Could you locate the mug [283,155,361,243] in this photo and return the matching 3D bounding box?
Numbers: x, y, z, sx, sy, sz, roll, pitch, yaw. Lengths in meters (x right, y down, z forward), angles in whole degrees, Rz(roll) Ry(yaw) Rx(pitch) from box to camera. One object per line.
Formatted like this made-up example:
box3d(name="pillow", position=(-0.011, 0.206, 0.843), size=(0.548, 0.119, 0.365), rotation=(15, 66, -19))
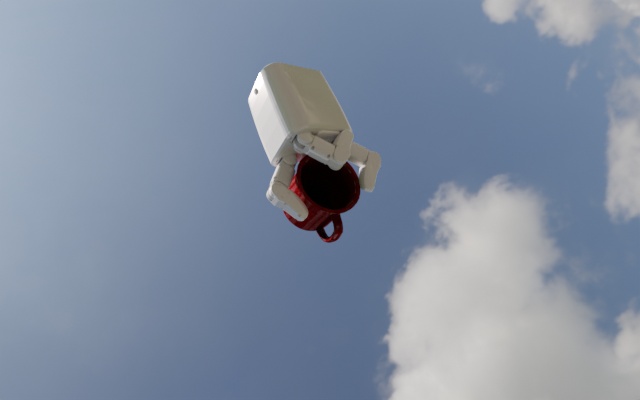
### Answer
box3d(name="mug", position=(0.001, 0.004, 0.656), size=(0.093, 0.117, 0.081), rotation=(-12, -20, -31))
